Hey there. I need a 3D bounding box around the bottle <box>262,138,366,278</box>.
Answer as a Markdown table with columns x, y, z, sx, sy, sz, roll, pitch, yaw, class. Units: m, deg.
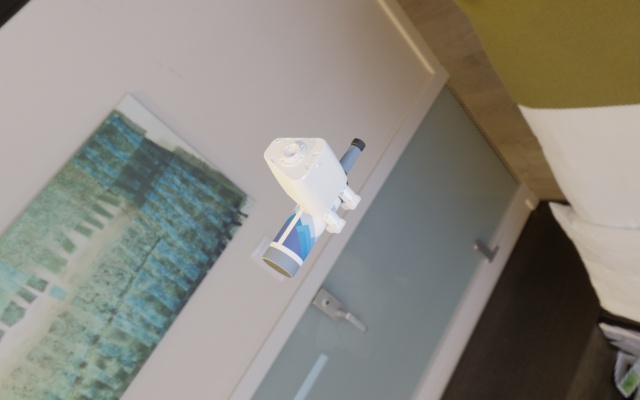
| x | y | z | sx | sy | sz | roll | pitch | yaw | class |
| --- | --- | --- | --- | --- | --- | --- | --- | --- | --- |
| 0.000 | 0.003 | 0.889 | 0.069 | 0.295 | 0.069 | 30 | -19 | 11 | bottle |
